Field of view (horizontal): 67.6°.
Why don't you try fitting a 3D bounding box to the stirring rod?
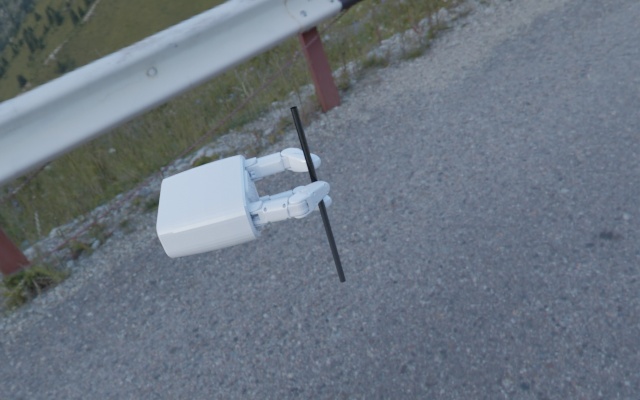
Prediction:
[{"bbox_3d":[0.000,0.002,0.577,0.011,0.240,0.011,-13,26,6],"label":"stirring rod"}]
